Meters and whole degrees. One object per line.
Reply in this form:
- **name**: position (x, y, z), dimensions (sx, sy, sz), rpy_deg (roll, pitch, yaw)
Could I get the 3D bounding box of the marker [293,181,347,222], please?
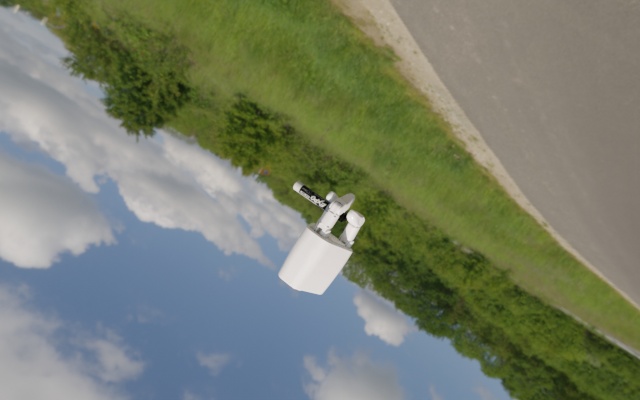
- **marker**: position (0.000, 0.003, 0.878), dimensions (0.121, 0.020, 0.020), rpy_deg (35, 14, 22)
